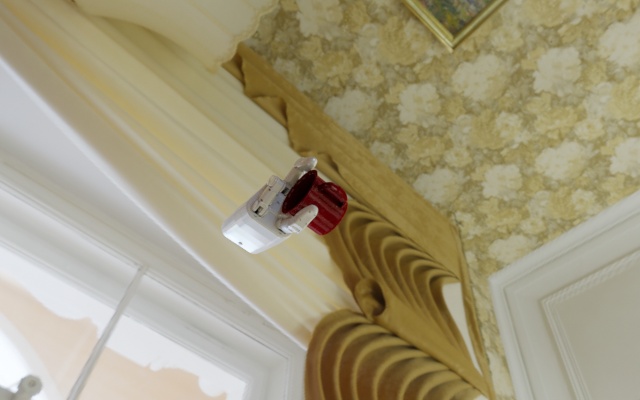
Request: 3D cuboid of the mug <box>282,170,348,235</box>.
[{"bbox_3d":[0.001,0.002,0.821,0.081,0.093,0.117,38,-41,-20],"label":"mug"}]
